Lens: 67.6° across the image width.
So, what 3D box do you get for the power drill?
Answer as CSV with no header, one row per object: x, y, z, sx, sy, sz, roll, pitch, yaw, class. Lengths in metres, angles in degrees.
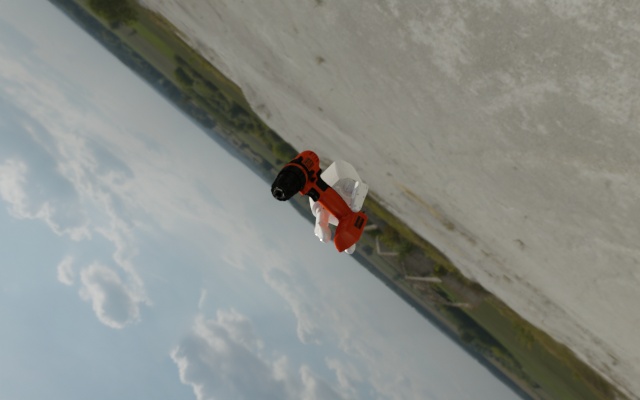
0.000,0.003,0.879,0.057,0.188,0.184,-36,10,29,power drill
